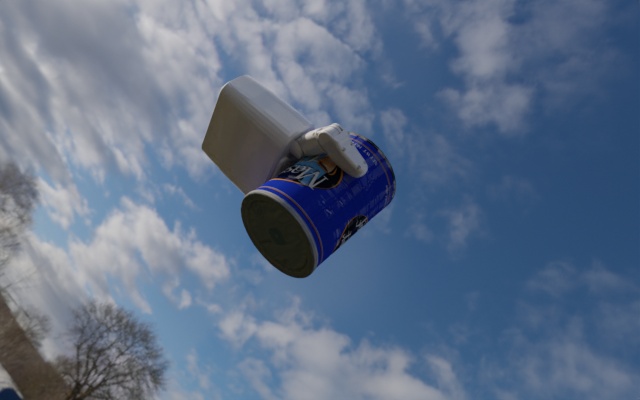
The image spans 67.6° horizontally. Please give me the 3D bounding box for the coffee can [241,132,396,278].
[{"bbox_3d":[0.000,0.002,0.517,0.103,0.103,0.140,0,30,49],"label":"coffee can"}]
